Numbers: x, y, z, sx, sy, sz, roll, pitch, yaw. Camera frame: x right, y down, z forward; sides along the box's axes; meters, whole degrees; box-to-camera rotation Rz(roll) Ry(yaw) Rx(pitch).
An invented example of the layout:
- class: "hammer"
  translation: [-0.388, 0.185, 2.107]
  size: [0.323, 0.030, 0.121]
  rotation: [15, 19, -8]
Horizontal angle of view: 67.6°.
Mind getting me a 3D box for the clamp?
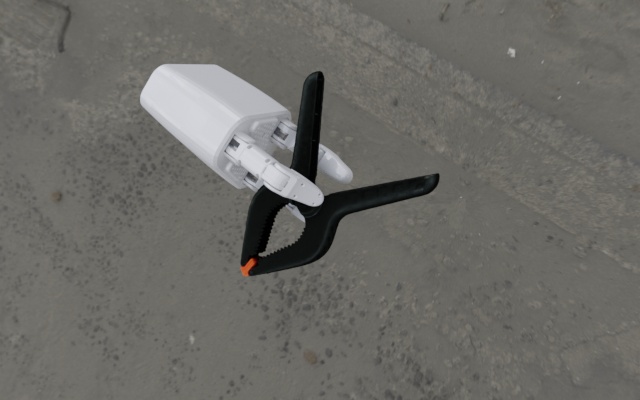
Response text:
- class: "clamp"
  translation: [-0.001, 0.002, 0.469]
  size: [0.164, 0.210, 0.036]
  rotation: [37, 10, 15]
